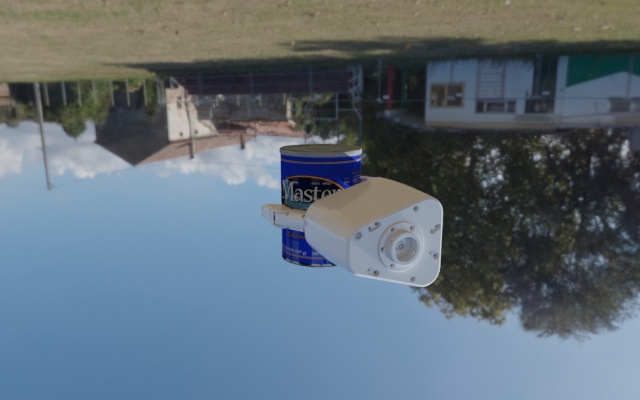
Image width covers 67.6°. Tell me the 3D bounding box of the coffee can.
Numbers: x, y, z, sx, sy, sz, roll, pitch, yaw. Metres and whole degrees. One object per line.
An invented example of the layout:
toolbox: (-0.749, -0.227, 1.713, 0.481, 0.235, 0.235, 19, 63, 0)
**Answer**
coffee can: (0.000, 0.002, 0.609, 0.103, 0.140, 0.102, 0, 12, 0)
